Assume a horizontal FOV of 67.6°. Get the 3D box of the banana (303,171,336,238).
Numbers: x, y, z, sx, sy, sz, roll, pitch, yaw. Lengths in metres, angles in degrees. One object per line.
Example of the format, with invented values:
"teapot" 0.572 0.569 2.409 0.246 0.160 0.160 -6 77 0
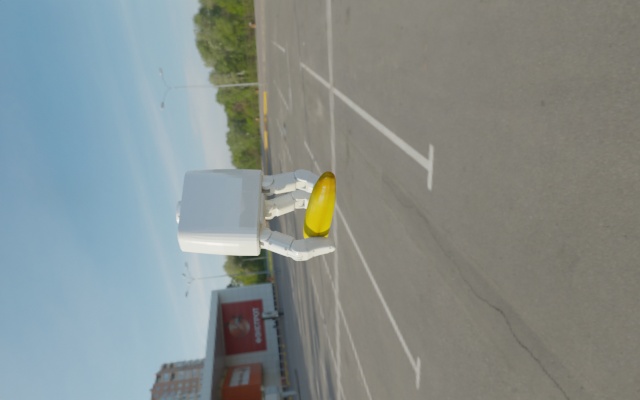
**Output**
"banana" -0.003 0.021 0.655 0.037 0.069 0.198 9 -15 0
